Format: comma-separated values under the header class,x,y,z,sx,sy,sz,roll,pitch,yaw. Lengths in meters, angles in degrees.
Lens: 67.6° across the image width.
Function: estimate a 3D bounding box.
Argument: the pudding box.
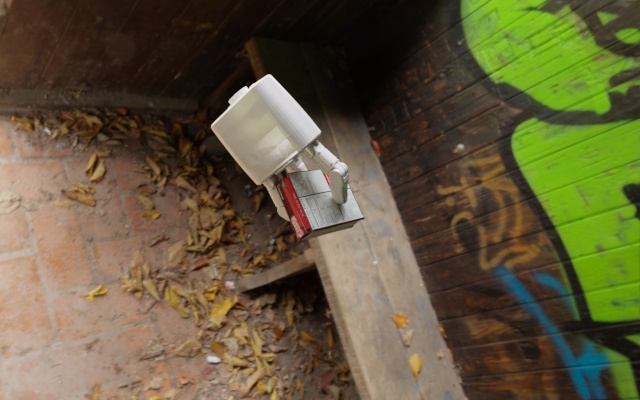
class,x,y,z,sx,sy,sz,roll,pitch,yaw
pudding box,0.000,0.002,0.679,0.113,0.090,0.039,-11,-17,-43
